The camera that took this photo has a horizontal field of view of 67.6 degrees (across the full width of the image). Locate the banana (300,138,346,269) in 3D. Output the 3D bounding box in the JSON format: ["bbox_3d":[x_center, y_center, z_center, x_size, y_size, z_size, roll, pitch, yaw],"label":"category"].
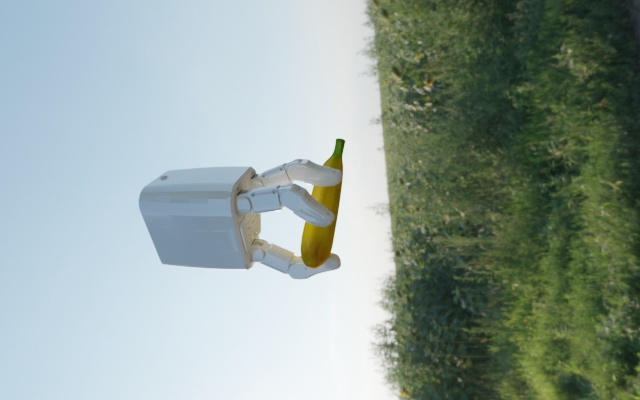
[{"bbox_3d":[0.001,0.012,0.555,0.037,0.197,0.070,4,-44,7],"label":"banana"}]
